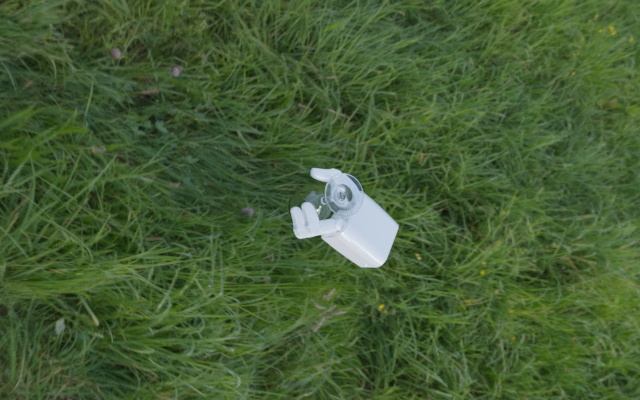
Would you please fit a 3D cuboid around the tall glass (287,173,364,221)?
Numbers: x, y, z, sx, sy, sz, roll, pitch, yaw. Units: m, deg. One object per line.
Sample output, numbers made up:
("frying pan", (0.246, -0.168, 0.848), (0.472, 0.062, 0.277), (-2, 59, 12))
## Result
("tall glass", (0.000, 0.003, 0.899), (0.079, 0.079, 0.201), (0, -7, -25))
